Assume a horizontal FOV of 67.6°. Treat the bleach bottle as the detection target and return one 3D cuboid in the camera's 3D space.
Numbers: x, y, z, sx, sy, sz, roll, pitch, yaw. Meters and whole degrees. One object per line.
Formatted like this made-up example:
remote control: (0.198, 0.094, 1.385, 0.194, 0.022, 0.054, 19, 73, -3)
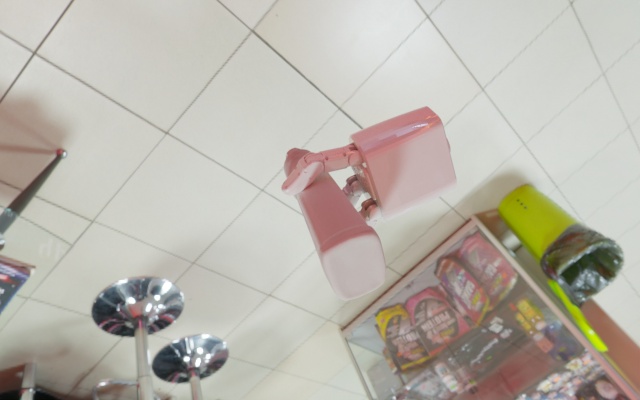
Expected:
bleach bottle: (0.000, 0.002, 0.603, 0.068, 0.103, 0.250, -23, 42, -5)
